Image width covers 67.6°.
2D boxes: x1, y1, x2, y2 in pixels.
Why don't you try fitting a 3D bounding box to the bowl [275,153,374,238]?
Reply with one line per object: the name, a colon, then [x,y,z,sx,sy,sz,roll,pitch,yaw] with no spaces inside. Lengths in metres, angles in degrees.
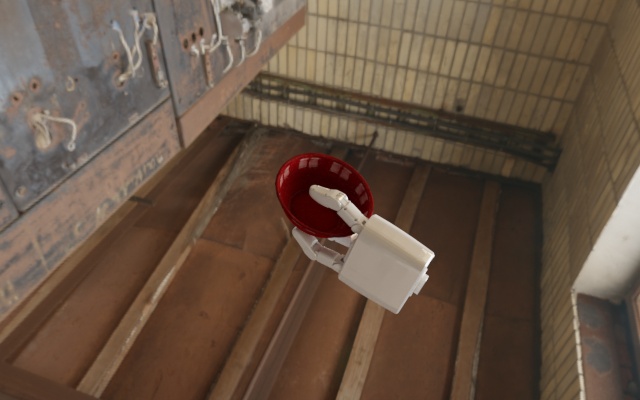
bowl: [-0.001,0.002,0.761,0.162,0.162,0.055,0,-34,-23]
